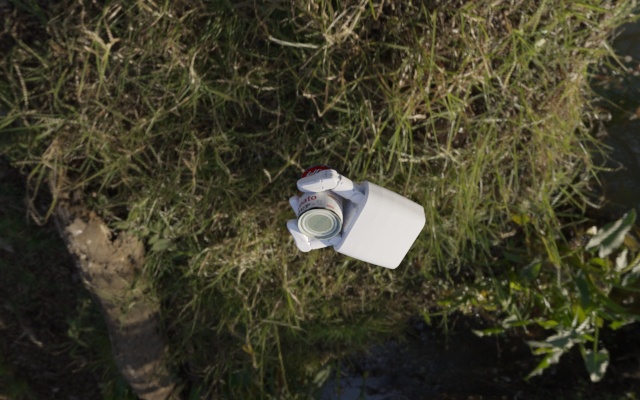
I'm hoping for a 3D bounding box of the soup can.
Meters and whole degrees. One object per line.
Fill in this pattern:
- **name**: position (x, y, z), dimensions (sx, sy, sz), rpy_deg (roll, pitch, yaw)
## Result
- **soup can**: position (0.000, 0.002, 0.734), dimensions (0.068, 0.069, 0.102), rpy_deg (0, 42, 3)
